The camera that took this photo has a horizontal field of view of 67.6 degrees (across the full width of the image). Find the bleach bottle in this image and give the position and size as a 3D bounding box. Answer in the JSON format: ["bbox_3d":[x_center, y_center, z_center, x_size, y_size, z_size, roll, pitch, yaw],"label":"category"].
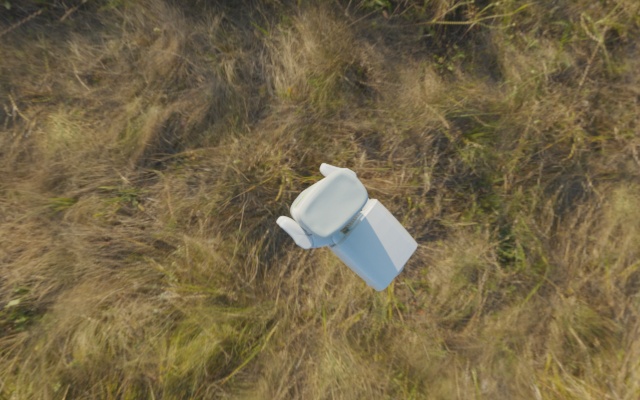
[{"bbox_3d":[0.000,0.003,0.781,0.102,0.068,0.251,-45,7,-4],"label":"bleach bottle"}]
